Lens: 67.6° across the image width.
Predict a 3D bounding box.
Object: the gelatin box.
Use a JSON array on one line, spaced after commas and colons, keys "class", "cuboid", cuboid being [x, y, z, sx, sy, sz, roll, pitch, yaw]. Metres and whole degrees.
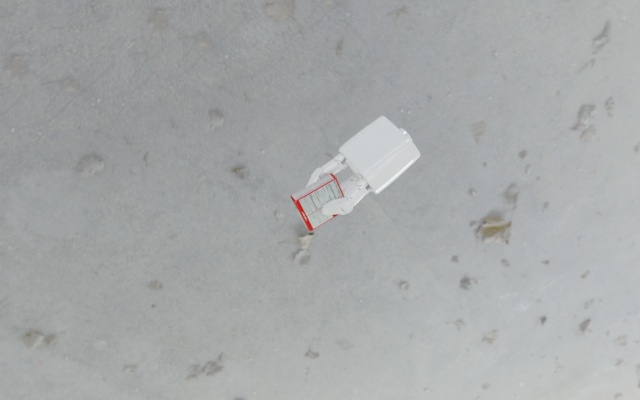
[{"class": "gelatin box", "cuboid": [0.000, 0.003, 0.876, 0.089, 0.073, 0.030, -31, 32, -8]}]
